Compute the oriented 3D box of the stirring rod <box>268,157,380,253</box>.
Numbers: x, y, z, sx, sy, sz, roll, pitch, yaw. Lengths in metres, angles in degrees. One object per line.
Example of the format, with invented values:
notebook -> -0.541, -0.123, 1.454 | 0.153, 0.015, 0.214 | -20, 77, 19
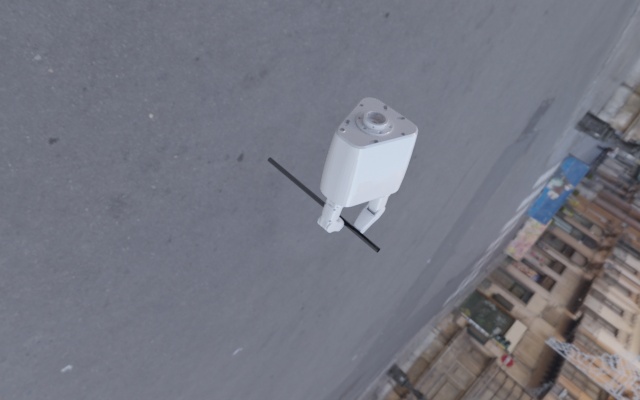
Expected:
stirring rod -> 0.000, 0.002, 0.746 | 0.239, 0.011, 0.011 | 40, 18, 23
